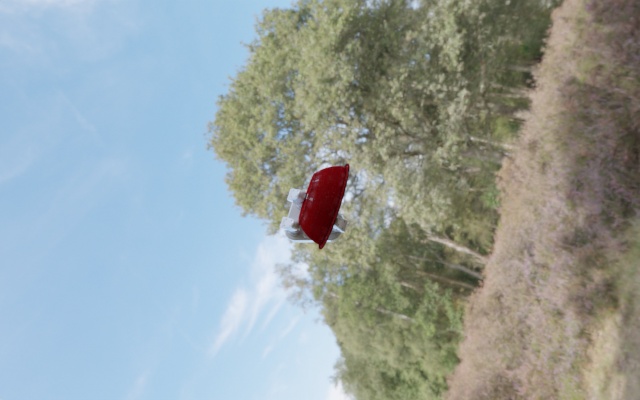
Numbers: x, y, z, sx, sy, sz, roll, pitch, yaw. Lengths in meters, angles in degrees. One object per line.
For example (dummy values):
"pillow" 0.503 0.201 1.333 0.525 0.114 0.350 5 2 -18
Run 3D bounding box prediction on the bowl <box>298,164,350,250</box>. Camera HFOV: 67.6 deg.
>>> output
"bowl" 0.000 0.002 0.849 0.055 0.162 0.162 18 -2 -5
